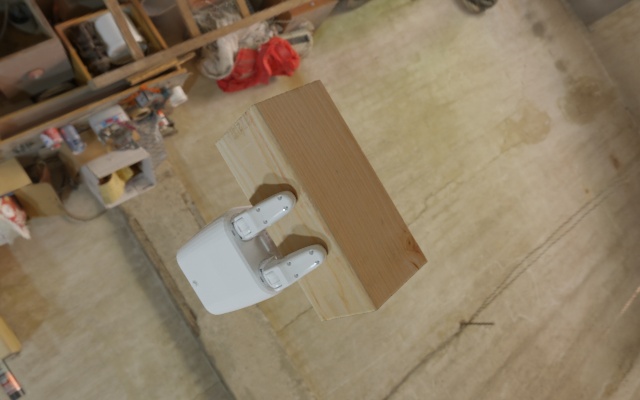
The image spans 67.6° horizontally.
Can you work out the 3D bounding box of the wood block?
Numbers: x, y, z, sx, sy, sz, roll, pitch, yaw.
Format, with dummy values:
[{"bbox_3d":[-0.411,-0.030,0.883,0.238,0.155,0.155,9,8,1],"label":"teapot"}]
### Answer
[{"bbox_3d":[0.000,0.002,0.468,0.090,0.206,0.090,-33,2,-39],"label":"wood block"}]
